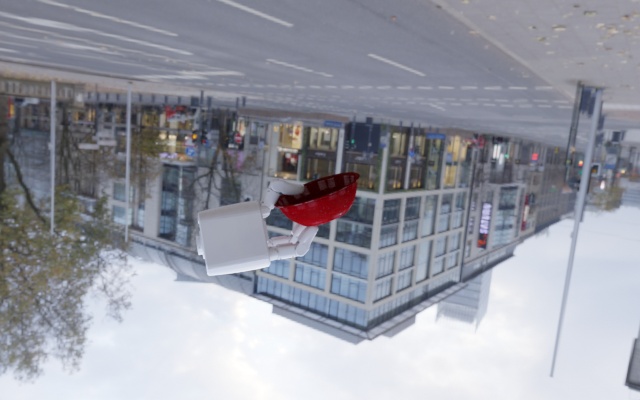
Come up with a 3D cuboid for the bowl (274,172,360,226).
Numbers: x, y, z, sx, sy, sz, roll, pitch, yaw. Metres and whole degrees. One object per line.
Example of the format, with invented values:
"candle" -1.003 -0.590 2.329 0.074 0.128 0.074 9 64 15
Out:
"bowl" 0.002 0.003 0.849 0.162 0.055 0.162 -19 13 4
